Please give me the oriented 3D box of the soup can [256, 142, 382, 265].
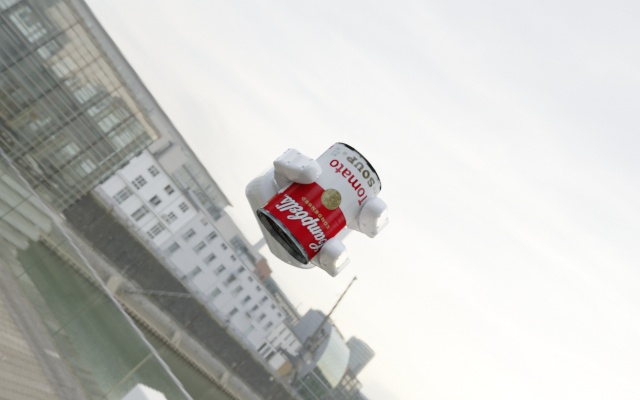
[{"bbox_3d":[0.000,0.001,0.449,0.102,0.068,0.068,-43,14,-16],"label":"soup can"}]
